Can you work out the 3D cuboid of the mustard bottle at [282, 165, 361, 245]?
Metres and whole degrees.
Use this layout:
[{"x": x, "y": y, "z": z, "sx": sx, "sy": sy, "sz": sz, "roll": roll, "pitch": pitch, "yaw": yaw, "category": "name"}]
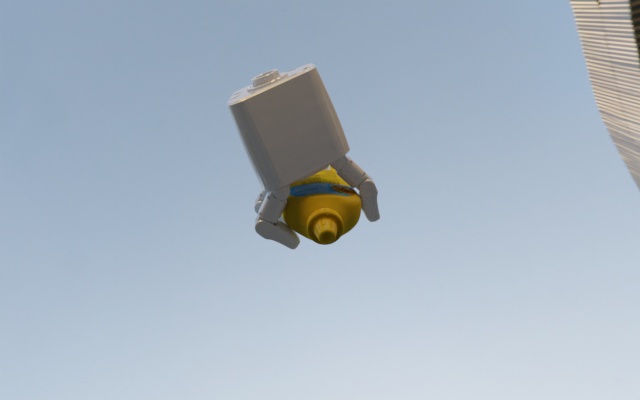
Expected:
[{"x": 0.000, "y": 0.002, "z": 0.589, "sx": 0.096, "sy": 0.058, "sz": 0.191, "roll": 1, "pitch": 22, "yaw": -5, "category": "mustard bottle"}]
